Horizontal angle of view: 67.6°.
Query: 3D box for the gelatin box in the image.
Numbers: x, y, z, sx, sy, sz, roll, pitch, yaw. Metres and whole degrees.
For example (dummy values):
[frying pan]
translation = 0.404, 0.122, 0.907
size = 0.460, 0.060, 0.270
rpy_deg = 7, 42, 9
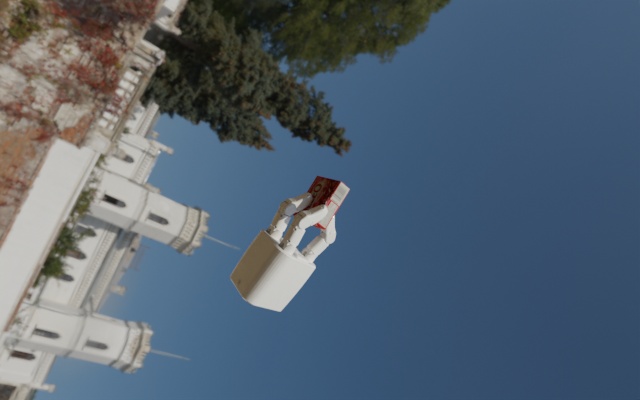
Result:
[gelatin box]
translation = 0.001, 0.003, 0.850
size = 0.030, 0.089, 0.073
rpy_deg = 40, -14, -35
